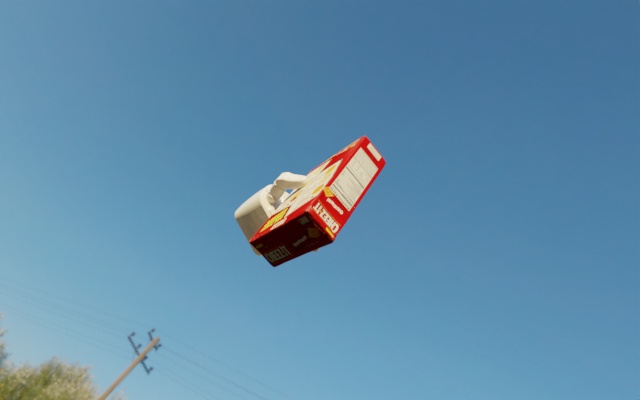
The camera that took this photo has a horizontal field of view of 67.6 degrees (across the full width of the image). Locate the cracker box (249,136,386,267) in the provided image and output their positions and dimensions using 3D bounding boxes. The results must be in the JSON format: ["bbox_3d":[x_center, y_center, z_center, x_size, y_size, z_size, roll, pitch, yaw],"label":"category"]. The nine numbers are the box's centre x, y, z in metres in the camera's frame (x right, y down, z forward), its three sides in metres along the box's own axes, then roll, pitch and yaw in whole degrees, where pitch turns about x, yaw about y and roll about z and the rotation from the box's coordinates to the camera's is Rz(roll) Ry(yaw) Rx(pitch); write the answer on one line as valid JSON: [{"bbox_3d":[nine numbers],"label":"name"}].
[{"bbox_3d":[0.000,0.002,0.801,0.164,0.072,0.213,-29,17,46],"label":"cracker box"}]
